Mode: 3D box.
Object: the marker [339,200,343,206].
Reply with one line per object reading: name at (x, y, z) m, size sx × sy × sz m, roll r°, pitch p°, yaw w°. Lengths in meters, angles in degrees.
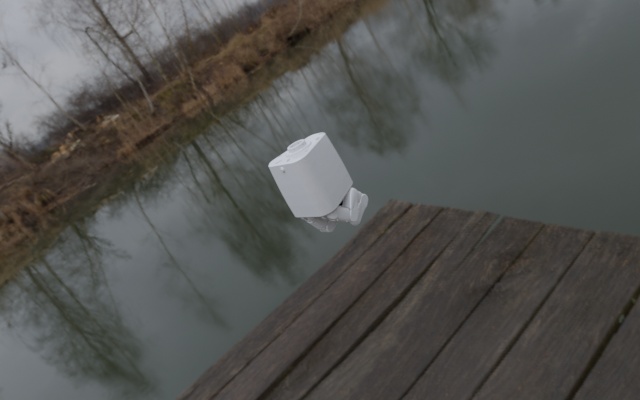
marker at (0.000, 0.003, 0.886) m, size 0.020 × 0.020 × 0.121 m, roll 0°, pitch -3°, yaw -42°
